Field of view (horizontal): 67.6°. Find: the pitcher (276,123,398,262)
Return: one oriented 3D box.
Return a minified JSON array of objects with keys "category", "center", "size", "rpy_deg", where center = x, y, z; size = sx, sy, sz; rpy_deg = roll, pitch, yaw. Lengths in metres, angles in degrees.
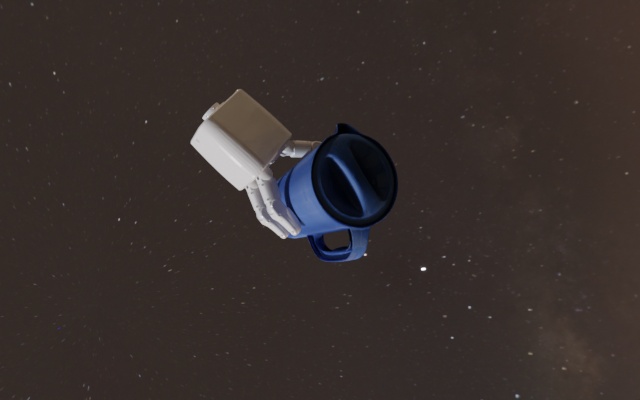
[{"category":"pitcher","center":[0.000,0.002,0.733],"size":[0.145,0.149,0.243],"rpy_deg":[41,-25,-12]}]
